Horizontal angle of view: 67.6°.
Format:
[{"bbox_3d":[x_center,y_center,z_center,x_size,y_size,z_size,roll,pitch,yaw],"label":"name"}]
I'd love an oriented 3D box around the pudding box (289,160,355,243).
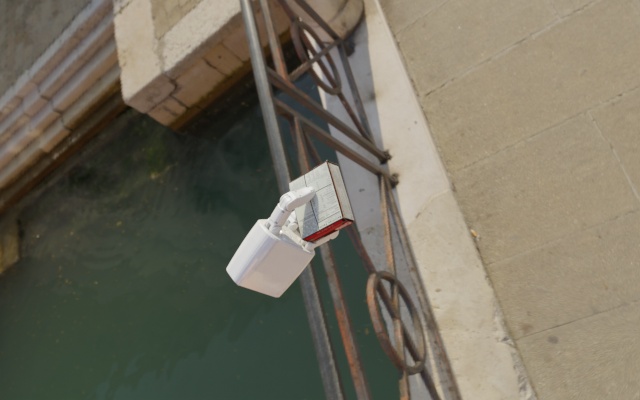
[{"bbox_3d":[0.000,0.003,0.798,0.090,0.113,0.039,-28,-26,27],"label":"pudding box"}]
